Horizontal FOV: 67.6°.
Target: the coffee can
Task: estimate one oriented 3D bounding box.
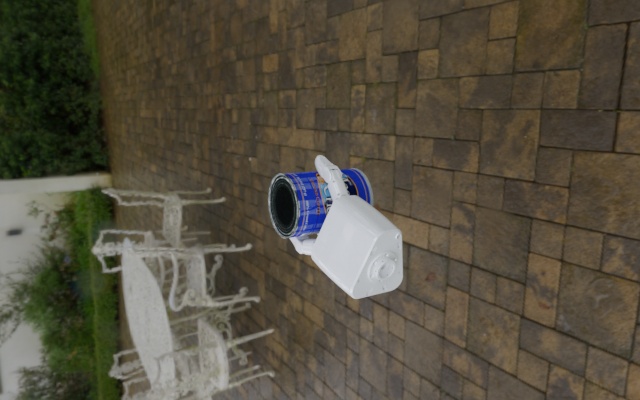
[{"bbox_3d":[0.000,0.002,0.776,0.140,0.103,0.103,-6,3,-31],"label":"coffee can"}]
